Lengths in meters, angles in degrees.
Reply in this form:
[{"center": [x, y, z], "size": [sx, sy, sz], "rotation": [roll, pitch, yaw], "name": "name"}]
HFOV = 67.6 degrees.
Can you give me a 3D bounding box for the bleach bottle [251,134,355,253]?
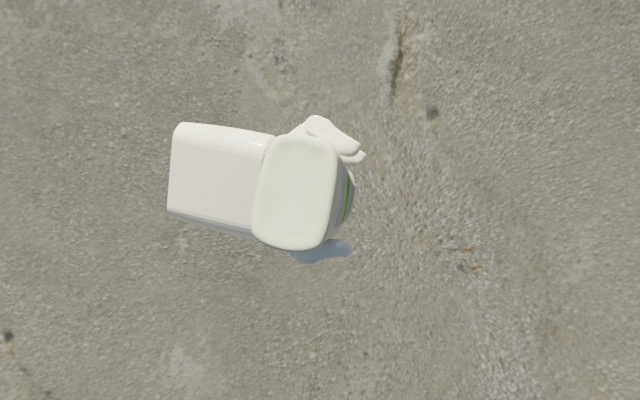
[{"center": [0.000, 0.002, 0.514], "size": [0.068, 0.102, 0.251], "rotation": [11, -3, 11], "name": "bleach bottle"}]
